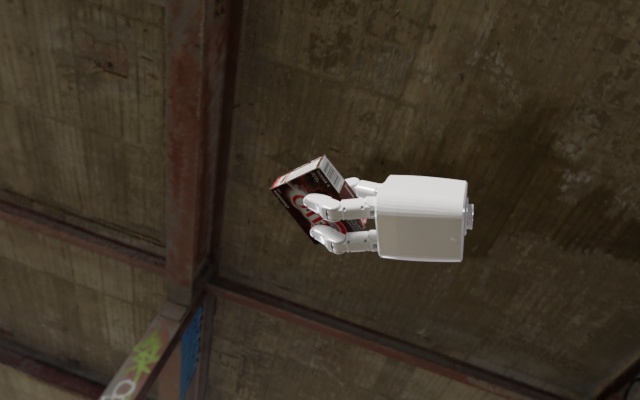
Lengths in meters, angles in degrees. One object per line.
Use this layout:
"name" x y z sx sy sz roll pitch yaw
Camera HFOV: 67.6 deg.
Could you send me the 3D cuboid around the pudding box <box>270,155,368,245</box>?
"pudding box" 0.000 0.002 0.662 0.090 0.113 0.039 -23 24 34
